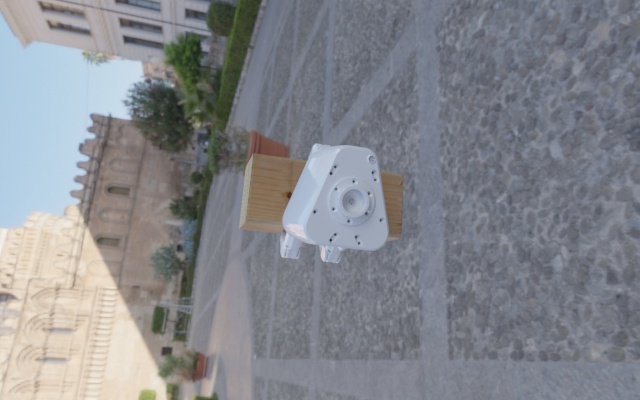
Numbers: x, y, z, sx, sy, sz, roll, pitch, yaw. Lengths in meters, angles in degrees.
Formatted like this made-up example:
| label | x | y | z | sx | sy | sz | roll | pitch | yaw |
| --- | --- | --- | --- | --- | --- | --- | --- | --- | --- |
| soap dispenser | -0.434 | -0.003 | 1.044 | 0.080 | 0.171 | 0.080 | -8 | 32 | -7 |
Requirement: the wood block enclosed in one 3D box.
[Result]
| label | x | y | z | sx | sy | sz | roll | pitch | yaw |
| --- | --- | --- | --- | --- | --- | --- | --- | --- | --- |
| wood block | 0.000 | 0.002 | 0.656 | 0.206 | 0.091 | 0.090 | 8 | -12 | -14 |
